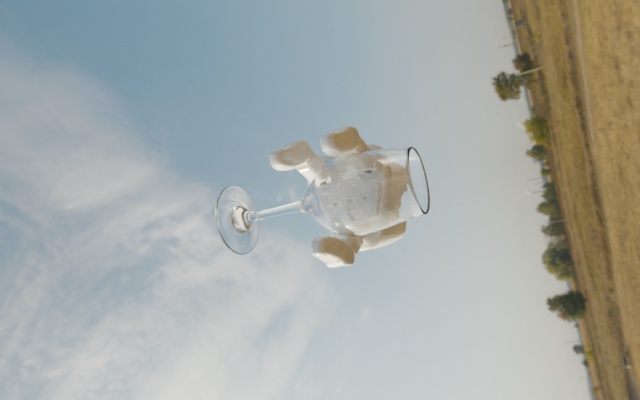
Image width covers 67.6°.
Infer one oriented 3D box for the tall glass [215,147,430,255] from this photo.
[{"bbox_3d":[-0.001,0.002,0.465,0.201,0.079,0.079,-12,-6,26],"label":"tall glass"}]
